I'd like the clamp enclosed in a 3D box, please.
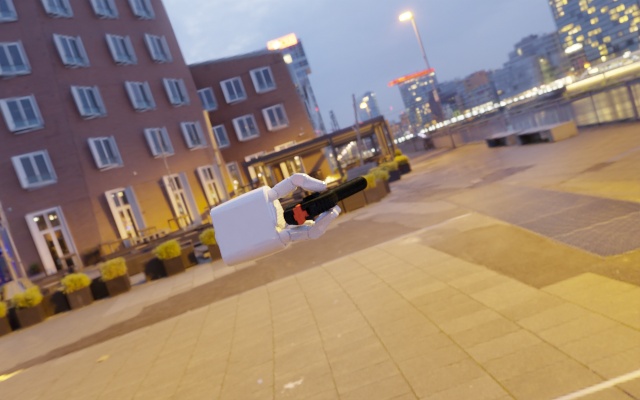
[{"bbox_3d":[0.000,0.002,0.805,0.164,0.036,0.210,-23,3,9],"label":"clamp"}]
